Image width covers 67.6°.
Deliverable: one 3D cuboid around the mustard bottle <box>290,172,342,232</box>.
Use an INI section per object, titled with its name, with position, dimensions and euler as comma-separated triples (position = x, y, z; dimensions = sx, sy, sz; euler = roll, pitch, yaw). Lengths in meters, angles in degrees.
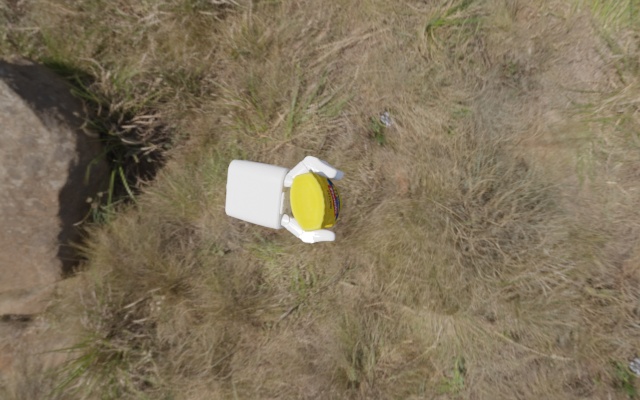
[mustard bottle]
position = 0.000, 0.003, 0.861
dimensions = 0.058, 0.096, 0.191
euler = -12, -3, 13
